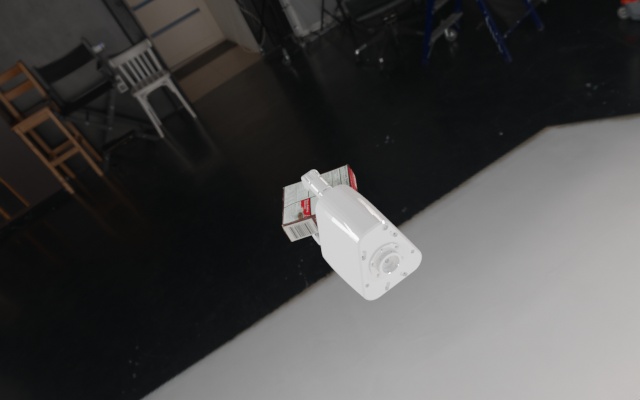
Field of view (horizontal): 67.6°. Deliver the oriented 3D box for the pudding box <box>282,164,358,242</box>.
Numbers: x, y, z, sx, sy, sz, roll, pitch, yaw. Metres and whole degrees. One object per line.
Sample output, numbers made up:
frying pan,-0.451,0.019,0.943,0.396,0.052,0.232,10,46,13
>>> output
pudding box,0.000,0.002,0.706,0.113,0.039,0.090,-18,39,13
